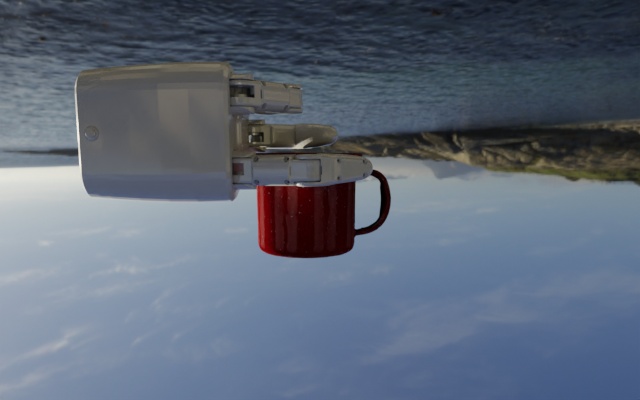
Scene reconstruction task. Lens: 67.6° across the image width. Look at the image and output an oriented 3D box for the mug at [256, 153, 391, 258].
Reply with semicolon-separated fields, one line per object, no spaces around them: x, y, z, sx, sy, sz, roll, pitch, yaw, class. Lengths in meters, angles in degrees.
0.002;0.002;0.400;0.117;0.081;0.093;0;5;0;mug
